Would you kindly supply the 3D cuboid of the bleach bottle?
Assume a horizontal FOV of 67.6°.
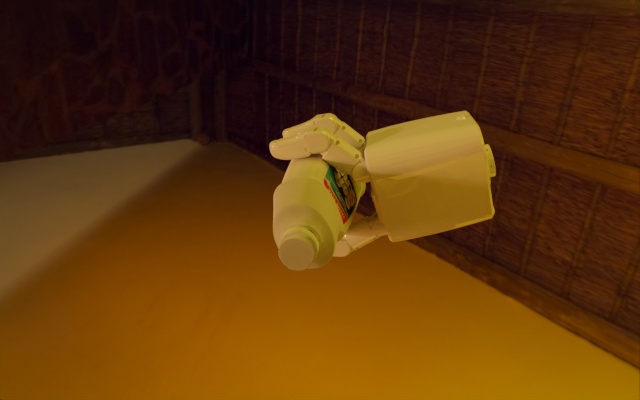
[{"bbox_3d":[0.000,0.001,0.482,0.068,0.102,0.250,-14,20,13],"label":"bleach bottle"}]
